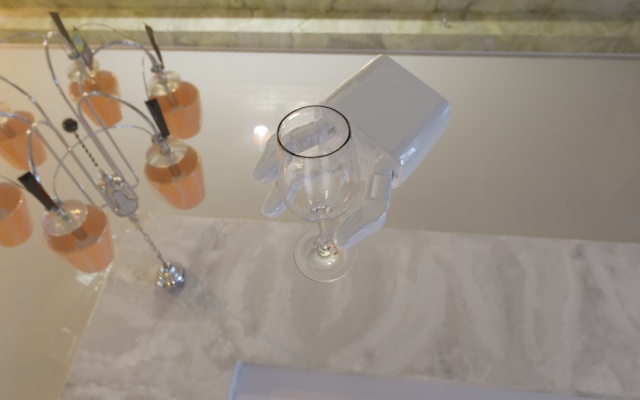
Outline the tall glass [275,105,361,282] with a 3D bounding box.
[{"bbox_3d":[0.000,0.002,0.472,0.079,0.079,0.201,0,-36,4],"label":"tall glass"}]
